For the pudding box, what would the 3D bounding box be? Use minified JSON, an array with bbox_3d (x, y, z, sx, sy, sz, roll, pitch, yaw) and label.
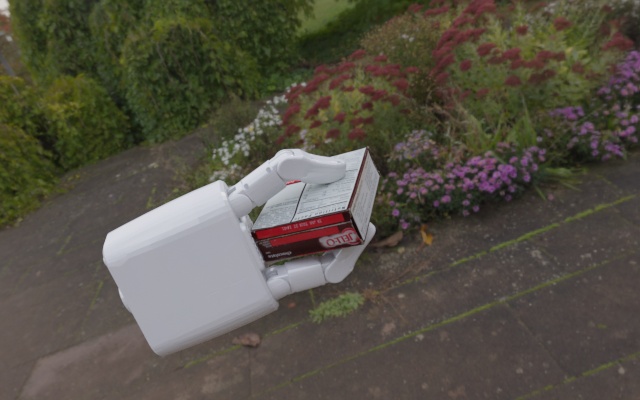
[{"bbox_3d":[0.000,0.001,0.419,0.090,0.039,0.113,-12,30,22],"label":"pudding box"}]
